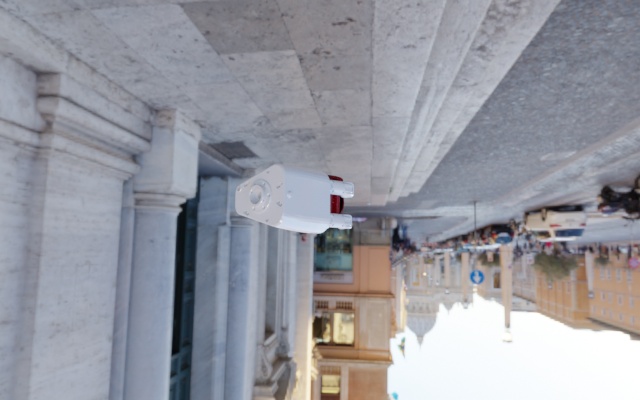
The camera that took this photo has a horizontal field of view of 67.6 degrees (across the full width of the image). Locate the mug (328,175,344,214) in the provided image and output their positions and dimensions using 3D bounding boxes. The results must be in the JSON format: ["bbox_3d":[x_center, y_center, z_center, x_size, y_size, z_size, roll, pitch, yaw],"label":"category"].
[{"bbox_3d":[0.001,0.003,0.848,0.093,0.081,0.117,-4,-9,40],"label":"mug"}]
